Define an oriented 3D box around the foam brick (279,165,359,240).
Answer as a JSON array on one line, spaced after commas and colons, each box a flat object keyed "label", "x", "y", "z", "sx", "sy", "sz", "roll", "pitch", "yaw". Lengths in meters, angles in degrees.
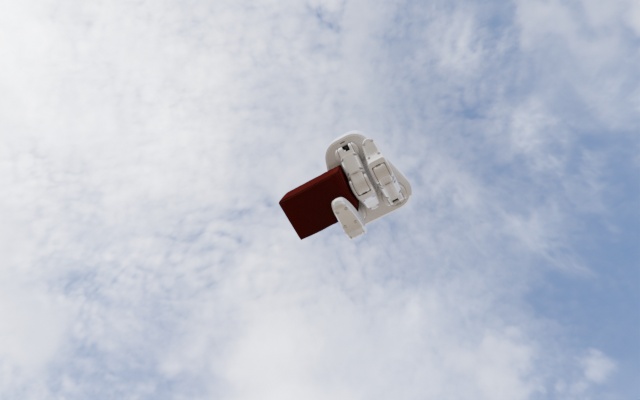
[{"label": "foam brick", "x": 0.000, "y": 0.002, "z": 0.559, "sx": 0.078, "sy": 0.053, "sz": 0.051, "roll": -27, "pitch": 10, "yaw": 10}]
